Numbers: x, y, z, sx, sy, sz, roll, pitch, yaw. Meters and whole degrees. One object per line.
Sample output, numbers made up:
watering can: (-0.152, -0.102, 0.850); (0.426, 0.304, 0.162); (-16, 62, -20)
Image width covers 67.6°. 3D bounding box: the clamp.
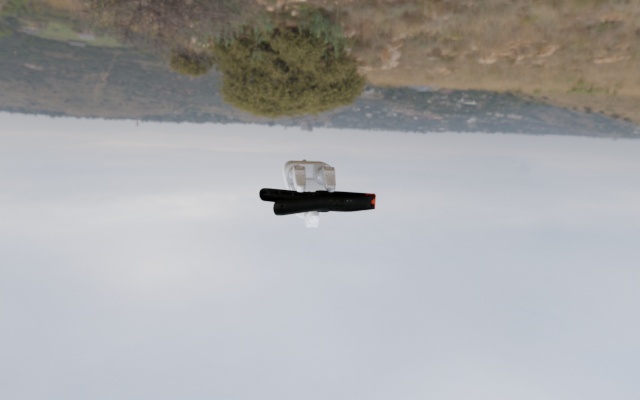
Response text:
clamp: (0.001, 0.004, 0.835); (0.210, 0.036, 0.164); (2, 10, -9)
